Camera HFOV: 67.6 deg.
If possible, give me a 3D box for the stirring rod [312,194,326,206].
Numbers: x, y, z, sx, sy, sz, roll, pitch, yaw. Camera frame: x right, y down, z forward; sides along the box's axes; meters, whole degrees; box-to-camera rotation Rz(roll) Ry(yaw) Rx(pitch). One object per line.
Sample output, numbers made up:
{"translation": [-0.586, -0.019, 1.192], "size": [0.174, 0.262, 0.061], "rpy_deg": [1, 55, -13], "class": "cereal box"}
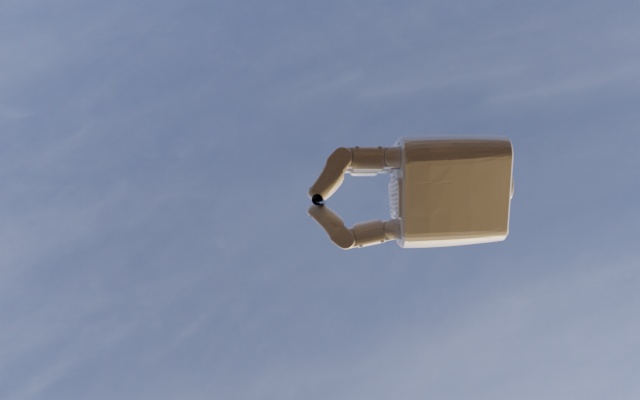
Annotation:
{"translation": [0.000, 0.002, 0.457], "size": [0.011, 0.011, 0.239], "rpy_deg": [0, -1, 1], "class": "stirring rod"}
